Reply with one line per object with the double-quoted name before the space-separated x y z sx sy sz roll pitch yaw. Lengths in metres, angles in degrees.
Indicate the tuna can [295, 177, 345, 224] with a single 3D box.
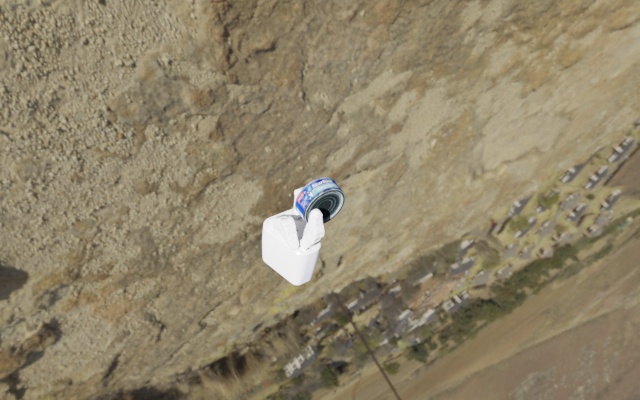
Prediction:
"tuna can" 0.000 0.003 0.836 0.086 0.086 0.033 0 39 -41
